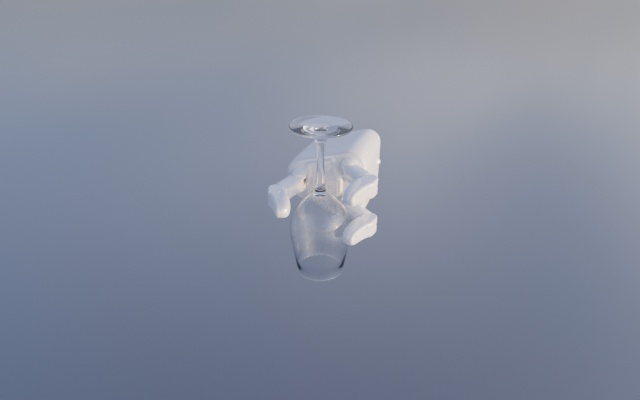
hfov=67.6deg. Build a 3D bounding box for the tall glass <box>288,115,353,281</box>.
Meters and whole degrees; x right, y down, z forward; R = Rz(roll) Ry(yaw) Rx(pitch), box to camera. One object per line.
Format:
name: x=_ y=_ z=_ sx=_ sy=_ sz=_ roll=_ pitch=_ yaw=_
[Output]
tall glass: x=0.000 y=0.001 z=0.592 sx=0.079 sy=0.201 sz=0.079 roll=0 pitch=28 yaw=0
